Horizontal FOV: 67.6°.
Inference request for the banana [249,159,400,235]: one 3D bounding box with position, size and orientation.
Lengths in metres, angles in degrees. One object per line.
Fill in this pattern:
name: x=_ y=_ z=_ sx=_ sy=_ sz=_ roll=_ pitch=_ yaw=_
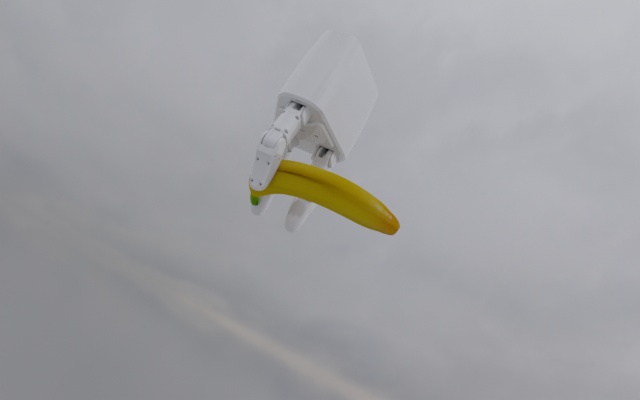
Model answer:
banana: x=-0.010 y=-0.010 z=0.503 sx=0.198 sy=0.037 sz=0.070 roll=13 pitch=-29 yaw=35
